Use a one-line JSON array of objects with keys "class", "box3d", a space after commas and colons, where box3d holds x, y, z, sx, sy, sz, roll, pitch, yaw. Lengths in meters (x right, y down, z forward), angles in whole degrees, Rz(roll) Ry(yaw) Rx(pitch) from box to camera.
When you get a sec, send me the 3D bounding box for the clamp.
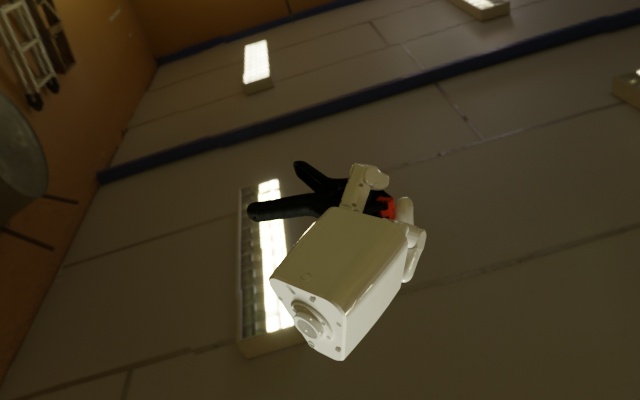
[{"class": "clamp", "box3d": [0.000, 0.002, 0.562, 0.171, 0.039, 0.120, 15, 47, 37]}]
